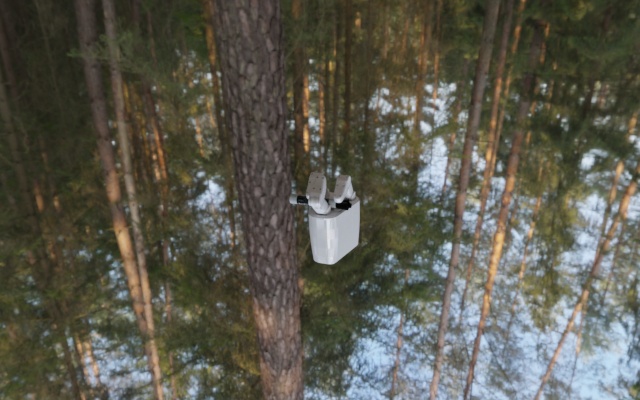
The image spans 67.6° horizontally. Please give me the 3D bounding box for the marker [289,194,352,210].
[{"bbox_3d":[0.000,0.003,0.898,0.121,0.020,0.020,7,2,19],"label":"marker"}]
